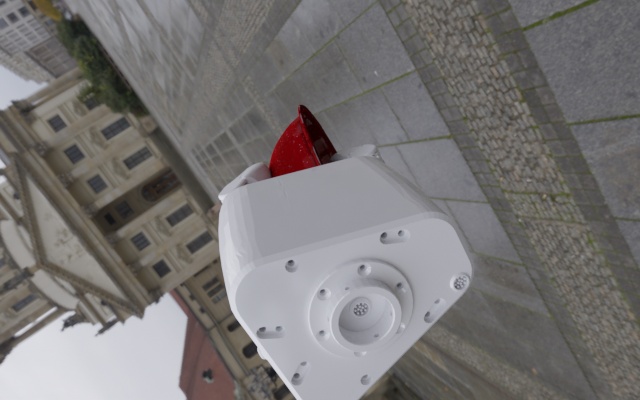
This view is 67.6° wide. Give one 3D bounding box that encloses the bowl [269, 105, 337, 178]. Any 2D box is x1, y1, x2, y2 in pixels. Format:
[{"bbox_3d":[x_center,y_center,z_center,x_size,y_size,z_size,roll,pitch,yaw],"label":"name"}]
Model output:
[{"bbox_3d":[0.000,0.001,0.415,0.055,0.162,0.162,-27,-5,10],"label":"bowl"}]
